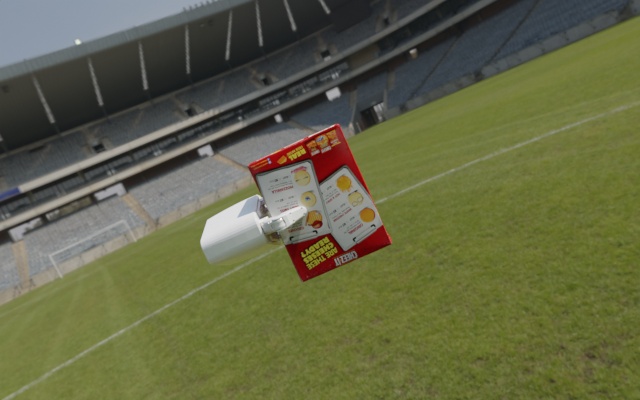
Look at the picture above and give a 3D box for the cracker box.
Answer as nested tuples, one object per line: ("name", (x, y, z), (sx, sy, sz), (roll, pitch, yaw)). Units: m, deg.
("cracker box", (0.000, 0.002, 0.796), (0.164, 0.214, 0.072), (-24, 7, 7))
